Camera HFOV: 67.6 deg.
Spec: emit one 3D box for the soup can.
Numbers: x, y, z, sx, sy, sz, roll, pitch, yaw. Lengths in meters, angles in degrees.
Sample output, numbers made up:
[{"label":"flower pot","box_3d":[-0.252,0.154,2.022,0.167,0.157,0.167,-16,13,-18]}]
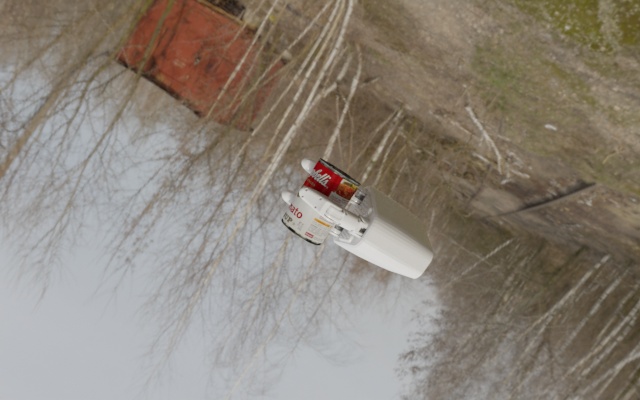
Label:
[{"label":"soup can","box_3d":[0.000,0.002,0.659,0.068,0.102,0.068,32,8,-5]}]
